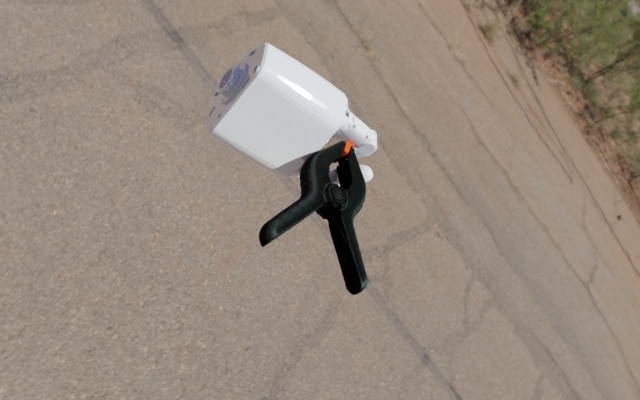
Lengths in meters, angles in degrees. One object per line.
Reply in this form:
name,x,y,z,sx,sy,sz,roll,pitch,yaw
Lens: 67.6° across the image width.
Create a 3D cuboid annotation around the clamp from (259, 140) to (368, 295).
clamp,0.001,0.001,0.490,0.120,0.171,0.039,28,-41,-31
